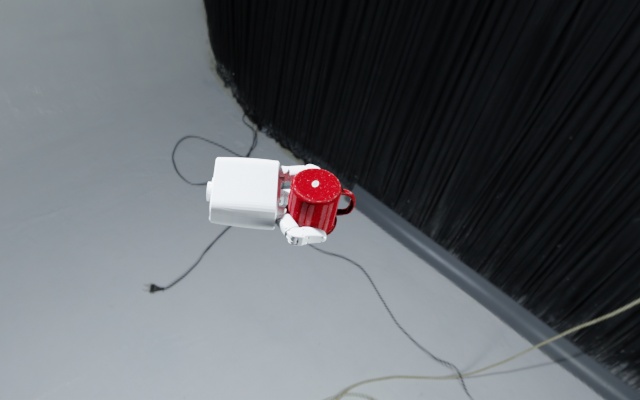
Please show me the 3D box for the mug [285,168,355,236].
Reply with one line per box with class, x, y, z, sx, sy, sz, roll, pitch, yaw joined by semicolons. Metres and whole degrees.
mug;0.002;0.003;0.783;0.117;0.093;0.082;4;-44;-9
